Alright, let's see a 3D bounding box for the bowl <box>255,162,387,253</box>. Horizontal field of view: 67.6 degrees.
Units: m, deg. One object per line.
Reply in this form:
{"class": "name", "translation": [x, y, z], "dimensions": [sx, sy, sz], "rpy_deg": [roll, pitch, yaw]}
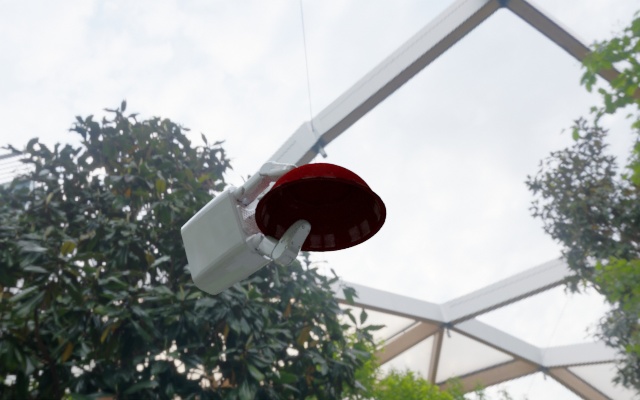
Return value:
{"class": "bowl", "translation": [0.001, 0.001, 0.599], "dimensions": [0.162, 0.055, 0.162], "rpy_deg": [0, -36, 0]}
